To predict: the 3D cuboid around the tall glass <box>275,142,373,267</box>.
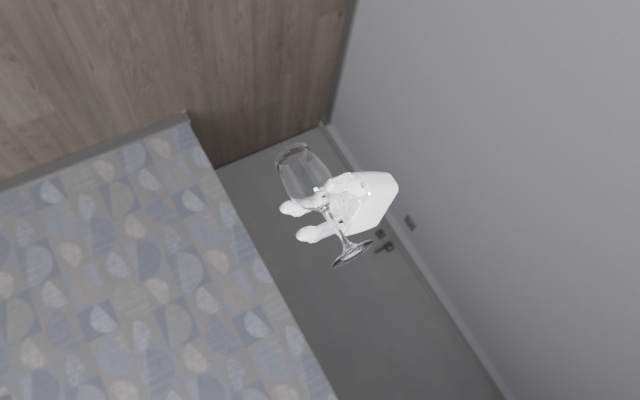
[{"bbox_3d":[0.000,0.003,0.766,0.079,0.201,0.079,-29,-18,-10],"label":"tall glass"}]
